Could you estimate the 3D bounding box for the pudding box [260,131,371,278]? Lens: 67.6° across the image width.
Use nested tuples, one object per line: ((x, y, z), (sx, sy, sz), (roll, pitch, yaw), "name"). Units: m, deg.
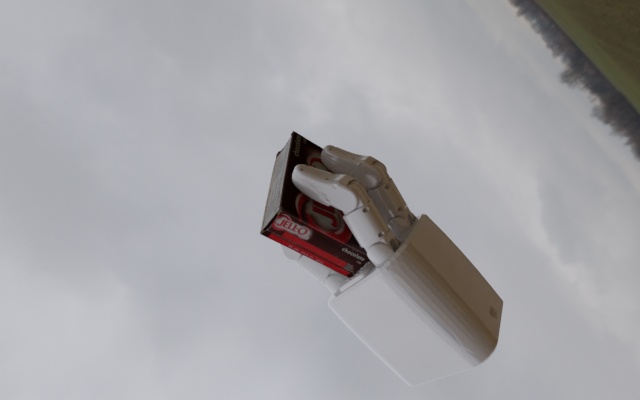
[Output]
((0.000, 0.002, 0.418), (0.090, 0.039, 0.113), (29, 34, -21), "pudding box")
